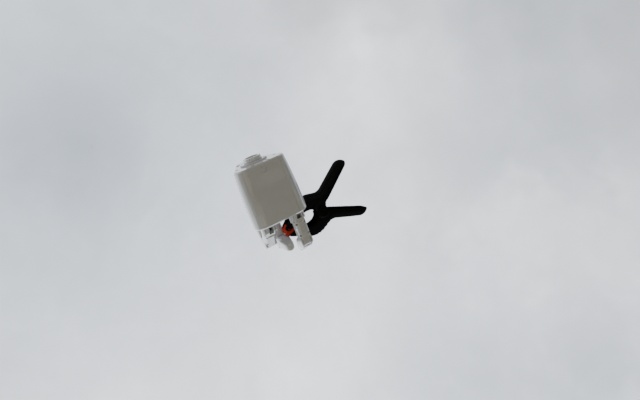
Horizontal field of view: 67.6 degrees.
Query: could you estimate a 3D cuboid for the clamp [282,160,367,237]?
[{"bbox_3d":[0.000,0.003,0.888,0.171,0.120,0.039,-27,16,-21],"label":"clamp"}]
